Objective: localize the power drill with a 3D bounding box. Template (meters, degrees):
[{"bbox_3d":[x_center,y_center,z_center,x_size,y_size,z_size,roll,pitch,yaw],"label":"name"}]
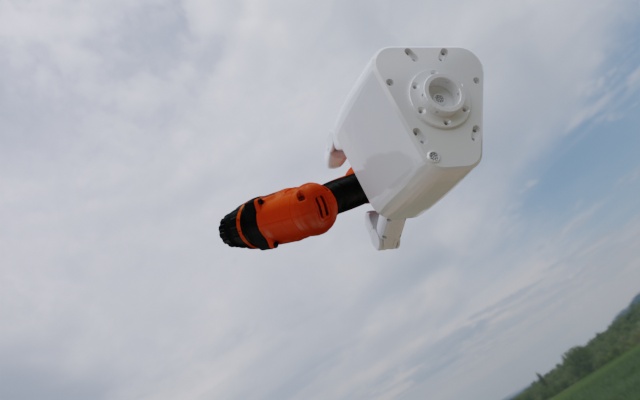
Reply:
[{"bbox_3d":[0.001,0.001,0.506,0.187,0.057,0.184,-23,6,-36],"label":"power drill"}]
